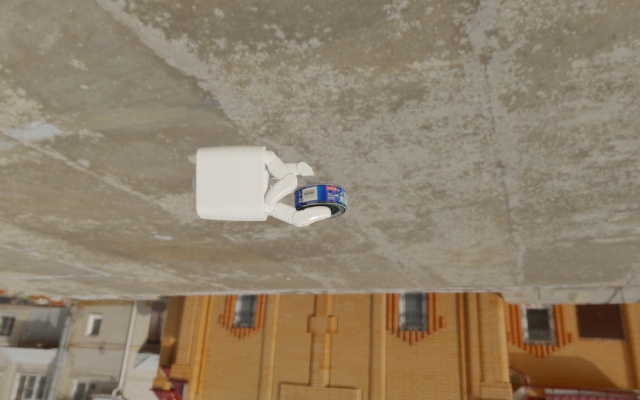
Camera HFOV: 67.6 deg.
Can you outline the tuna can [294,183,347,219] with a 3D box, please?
[{"bbox_3d":[0.000,0.003,0.777,0.086,0.033,0.086,-3,-20,-1],"label":"tuna can"}]
